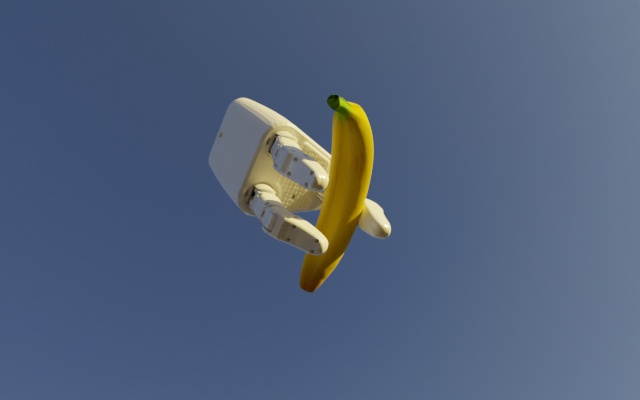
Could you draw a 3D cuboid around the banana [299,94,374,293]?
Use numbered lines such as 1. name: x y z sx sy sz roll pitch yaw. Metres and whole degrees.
1. banana: 0.014 -0.007 0.431 0.069 0.198 0.037 -20 40 -38
